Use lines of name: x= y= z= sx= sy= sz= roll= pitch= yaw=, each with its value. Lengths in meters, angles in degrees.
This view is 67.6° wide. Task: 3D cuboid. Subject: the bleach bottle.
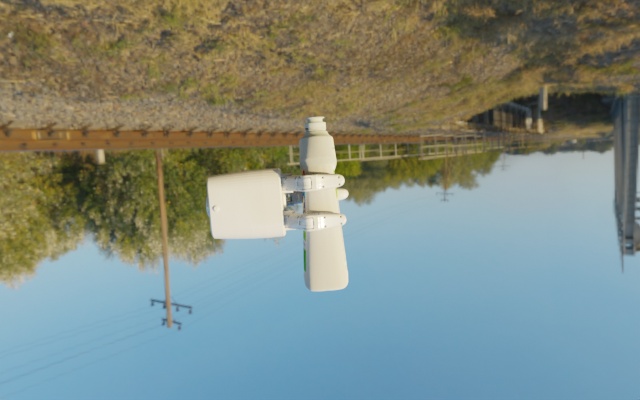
bleach bottle: x=0.000 y=0.002 z=0.720 sx=0.068 sy=0.251 sz=0.102 roll=-4 pitch=5 yaw=-2
